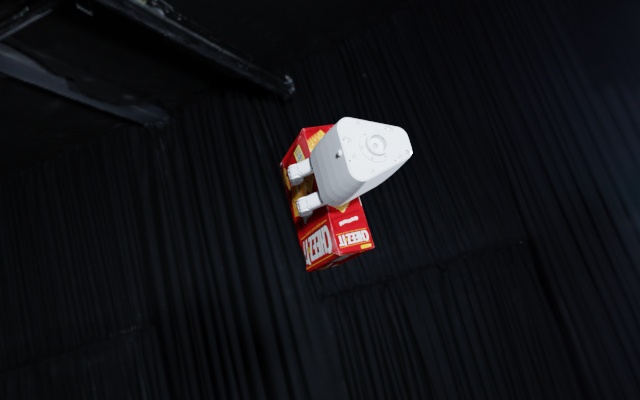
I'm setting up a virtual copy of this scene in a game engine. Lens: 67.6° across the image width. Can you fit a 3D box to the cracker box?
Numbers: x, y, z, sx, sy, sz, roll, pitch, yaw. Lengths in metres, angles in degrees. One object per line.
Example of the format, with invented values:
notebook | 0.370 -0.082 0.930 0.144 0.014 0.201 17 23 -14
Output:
cracker box | 0.000 0.002 0.820 0.072 0.213 0.164 -10 -14 -22
